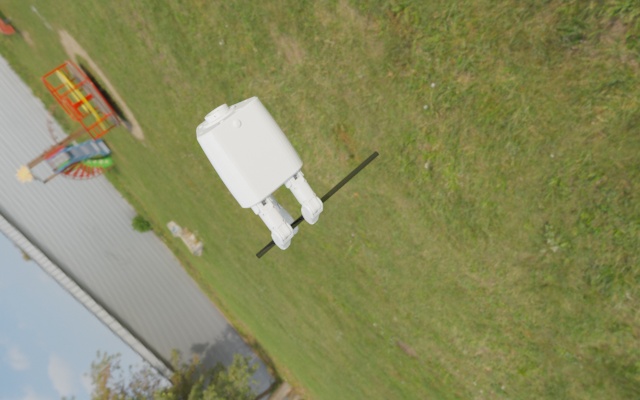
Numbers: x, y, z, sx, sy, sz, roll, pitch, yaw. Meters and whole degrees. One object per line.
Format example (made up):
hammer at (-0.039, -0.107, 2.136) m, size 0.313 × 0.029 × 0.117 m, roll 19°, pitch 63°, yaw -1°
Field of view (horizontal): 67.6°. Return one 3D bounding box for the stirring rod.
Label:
stirring rod at (0.000, 0.002, 0.692) m, size 0.239 × 0.011 × 0.011 m, roll -41°, pitch 15°, yaw -18°
